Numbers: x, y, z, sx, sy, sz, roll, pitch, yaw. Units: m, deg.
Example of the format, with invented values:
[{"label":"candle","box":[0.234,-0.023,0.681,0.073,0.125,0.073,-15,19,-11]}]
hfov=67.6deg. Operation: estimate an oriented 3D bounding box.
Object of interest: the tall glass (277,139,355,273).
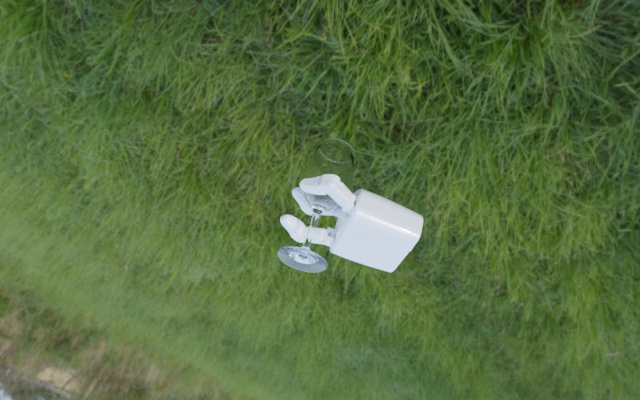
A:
[{"label":"tall glass","box":[0.000,0.003,0.720,0.079,0.201,0.079,13,-30,8]}]
